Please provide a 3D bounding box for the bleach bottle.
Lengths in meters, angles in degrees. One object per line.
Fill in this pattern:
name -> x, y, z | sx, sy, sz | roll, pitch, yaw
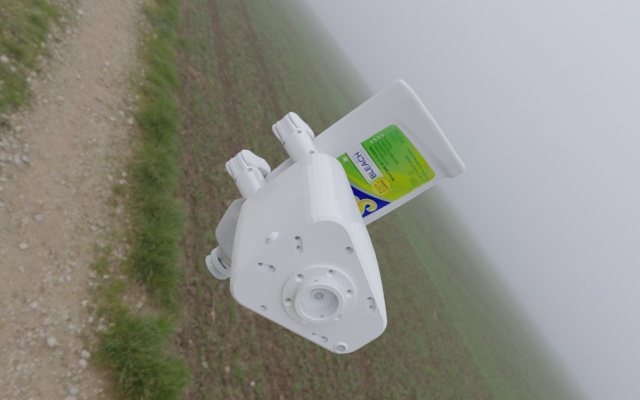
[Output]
bleach bottle -> 0.000, 0.001, 0.450 | 0.251, 0.102, 0.068 | -36, 23, 13
